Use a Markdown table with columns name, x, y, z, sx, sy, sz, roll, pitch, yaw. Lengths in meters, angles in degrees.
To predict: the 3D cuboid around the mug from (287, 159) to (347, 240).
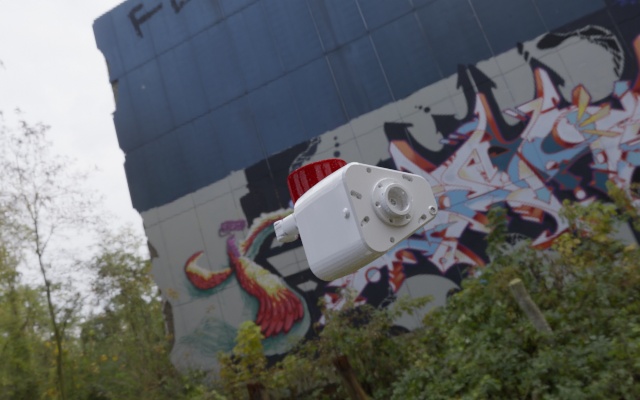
| name | x | y | z | sx | sy | sz | roll | pitch | yaw |
| --- | --- | --- | --- | --- | --- | --- | --- | --- | --- |
| mug | -0.001 | 0.002 | 0.619 | 0.093 | 0.081 | 0.117 | -9 | -14 | -34 |
